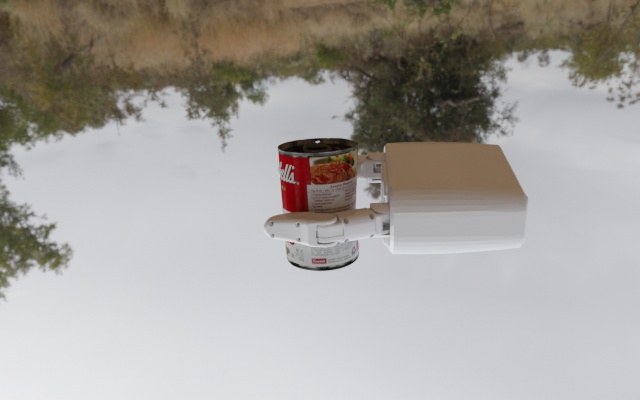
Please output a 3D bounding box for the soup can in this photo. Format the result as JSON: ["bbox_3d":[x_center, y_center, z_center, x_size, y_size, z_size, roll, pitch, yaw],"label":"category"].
[{"bbox_3d":[0.000,0.002,0.416,0.068,0.102,0.068,-3,17,1],"label":"soup can"}]
